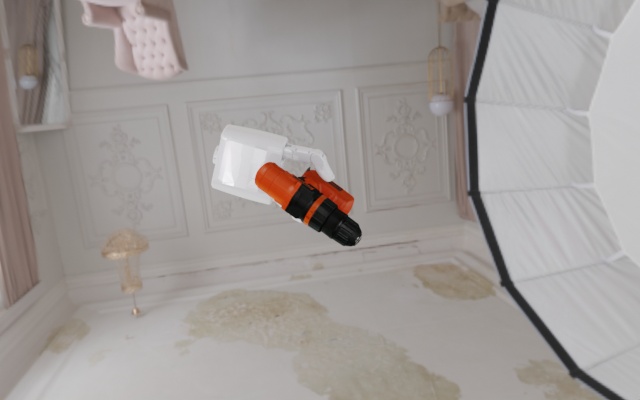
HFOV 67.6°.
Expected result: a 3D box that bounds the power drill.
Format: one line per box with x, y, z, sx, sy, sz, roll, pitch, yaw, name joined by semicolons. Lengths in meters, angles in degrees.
0.000;0.002;0.771;0.184;0.057;0.187;37;10;10;power drill
